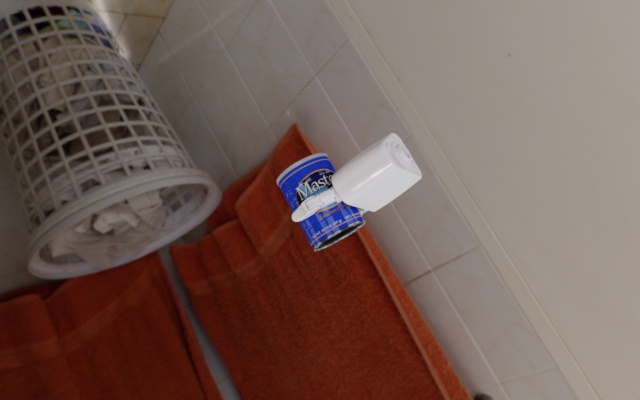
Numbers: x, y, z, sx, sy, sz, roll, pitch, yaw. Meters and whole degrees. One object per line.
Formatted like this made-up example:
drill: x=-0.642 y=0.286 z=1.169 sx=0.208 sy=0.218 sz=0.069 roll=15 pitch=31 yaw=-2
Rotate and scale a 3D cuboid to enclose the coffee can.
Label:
coffee can: x=0.000 y=0.003 z=0.835 sx=0.103 sy=0.140 sz=0.103 roll=-28 pitch=-12 yaw=-6
